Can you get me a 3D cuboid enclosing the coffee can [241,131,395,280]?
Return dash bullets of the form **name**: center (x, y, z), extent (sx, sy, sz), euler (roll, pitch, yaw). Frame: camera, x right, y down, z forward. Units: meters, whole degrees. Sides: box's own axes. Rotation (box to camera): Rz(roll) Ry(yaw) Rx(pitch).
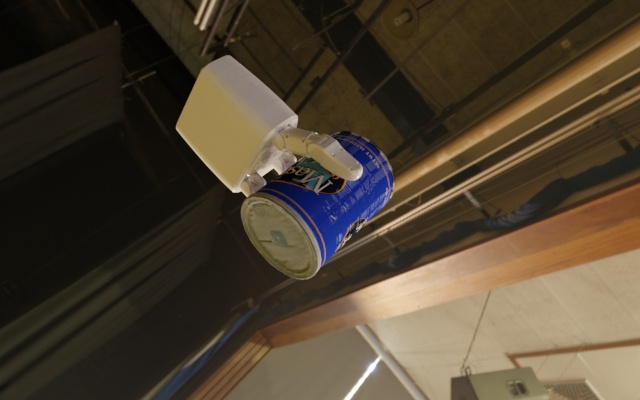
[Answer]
- **coffee can**: center (0.000, 0.002, 0.516), extent (0.103, 0.103, 0.140), euler (0, 32, 47)
